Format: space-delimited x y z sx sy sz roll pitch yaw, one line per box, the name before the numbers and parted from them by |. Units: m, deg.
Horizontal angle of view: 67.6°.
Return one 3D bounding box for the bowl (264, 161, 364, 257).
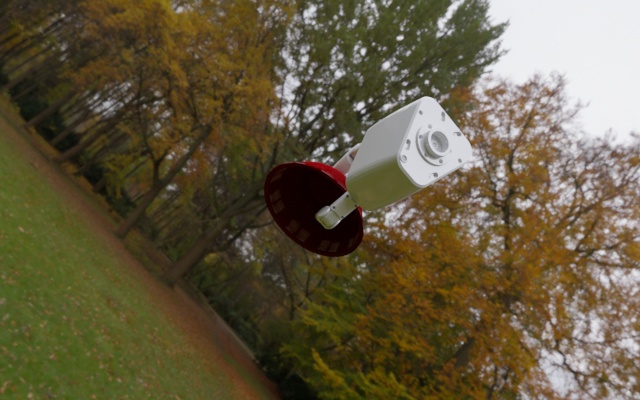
bowl | -0.001 0.002 0.682 0.162 0.162 0.055 0 34 37
